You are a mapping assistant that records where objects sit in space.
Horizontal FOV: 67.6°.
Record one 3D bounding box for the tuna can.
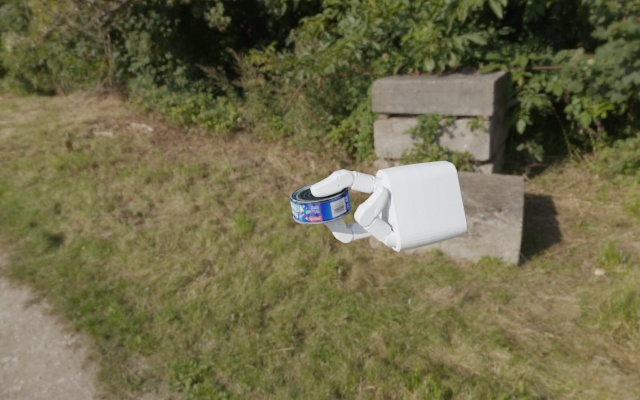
[{"bbox_3d":[0.000,0.002,0.686,0.086,0.034,0.086,-9,20,3],"label":"tuna can"}]
